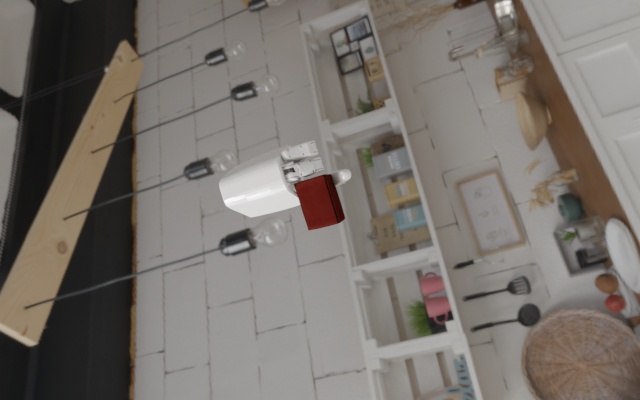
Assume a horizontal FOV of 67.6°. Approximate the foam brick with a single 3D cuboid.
[{"bbox_3d":[0.000,0.003,0.742,0.051,0.078,0.053,-17,-1,13],"label":"foam brick"}]
